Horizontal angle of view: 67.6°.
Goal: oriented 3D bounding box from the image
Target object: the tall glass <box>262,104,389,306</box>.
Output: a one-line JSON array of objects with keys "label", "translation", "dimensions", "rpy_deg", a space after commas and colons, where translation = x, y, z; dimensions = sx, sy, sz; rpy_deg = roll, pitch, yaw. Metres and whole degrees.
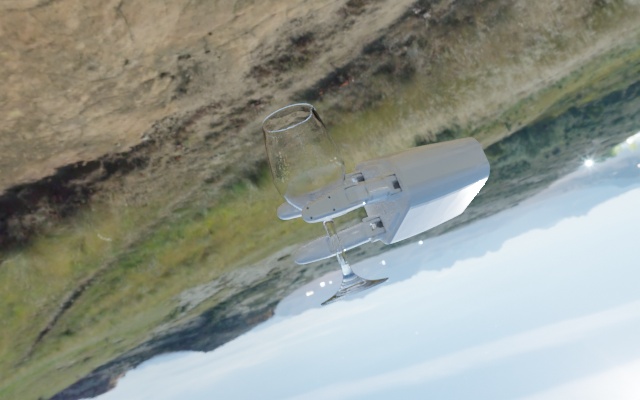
[{"label": "tall glass", "translation": [0.000, 0.002, 0.500], "dimensions": [0.079, 0.201, 0.079], "rpy_deg": [-21, -10, -4]}]
